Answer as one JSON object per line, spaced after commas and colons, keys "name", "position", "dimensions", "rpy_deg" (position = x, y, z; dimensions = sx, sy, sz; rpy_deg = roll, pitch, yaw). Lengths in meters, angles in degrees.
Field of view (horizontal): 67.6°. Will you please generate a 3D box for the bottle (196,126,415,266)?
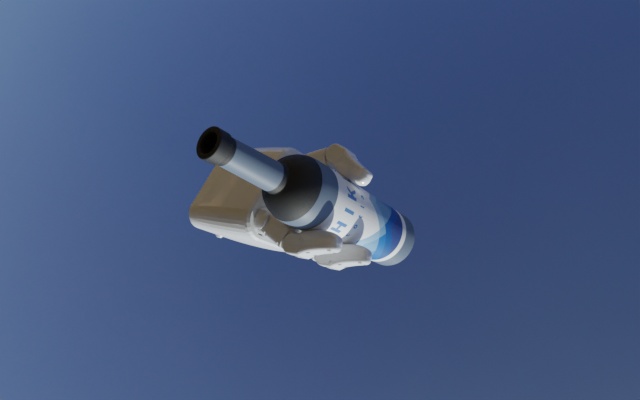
{"name": "bottle", "position": [0.000, 0.002, 0.470], "dimensions": [0.069, 0.069, 0.296], "rpy_deg": [0, -18, 37]}
